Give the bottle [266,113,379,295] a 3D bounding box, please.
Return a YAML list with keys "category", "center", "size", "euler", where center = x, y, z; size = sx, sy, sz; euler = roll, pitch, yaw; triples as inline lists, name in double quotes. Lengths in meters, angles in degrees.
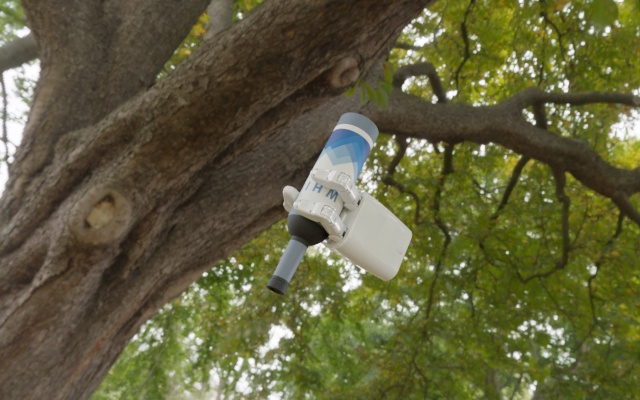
- category: "bottle"
  center: [0.000, 0.002, 0.707]
  size: [0.069, 0.295, 0.069]
  euler: [23, -23, 10]
